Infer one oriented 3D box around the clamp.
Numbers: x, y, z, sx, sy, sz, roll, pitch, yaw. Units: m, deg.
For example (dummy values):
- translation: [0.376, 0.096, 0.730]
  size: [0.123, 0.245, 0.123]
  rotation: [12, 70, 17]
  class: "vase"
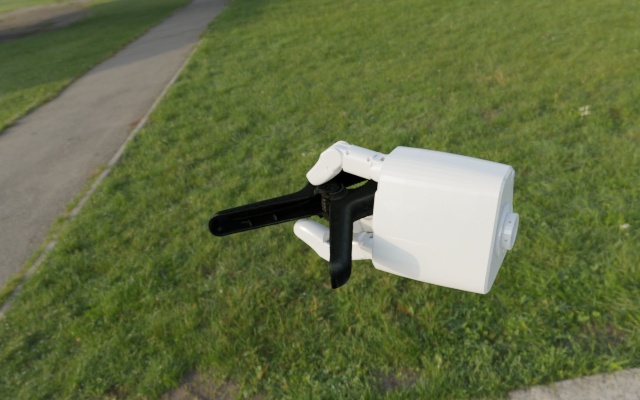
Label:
- translation: [0.000, 0.001, 0.497]
  size: [0.164, 0.036, 0.210]
  rotation: [14, 36, 28]
  class: "clamp"
